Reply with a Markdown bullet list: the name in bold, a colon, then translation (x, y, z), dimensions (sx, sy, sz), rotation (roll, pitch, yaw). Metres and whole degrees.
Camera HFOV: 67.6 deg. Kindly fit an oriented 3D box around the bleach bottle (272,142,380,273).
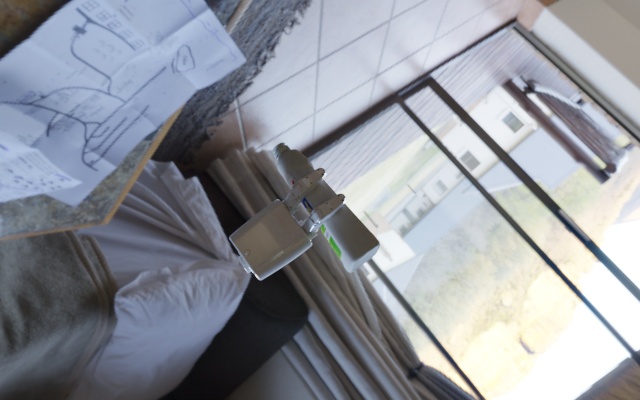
- **bleach bottle**: translation (0.000, 0.003, 0.828), dimensions (0.068, 0.250, 0.103), rotation (-36, -16, -10)
